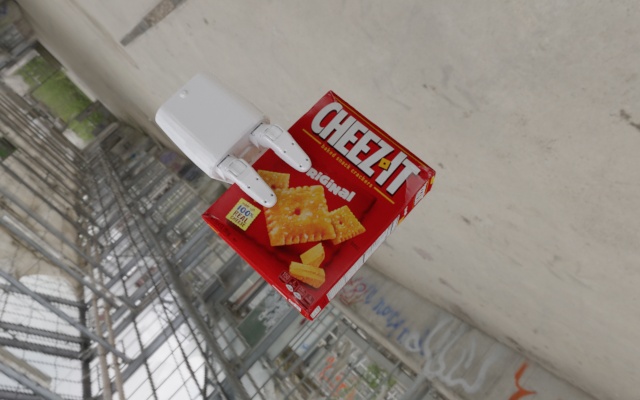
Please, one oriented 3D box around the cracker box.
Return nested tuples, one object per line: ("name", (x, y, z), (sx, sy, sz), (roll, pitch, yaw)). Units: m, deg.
("cracker box", (0.000, 0.002, 0.549), (0.164, 0.213, 0.072), (41, -11, 15))
